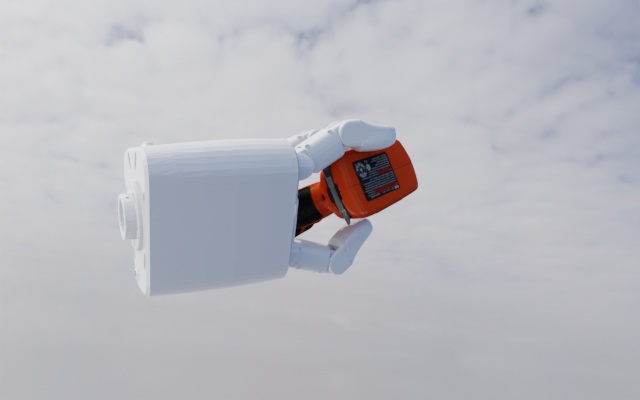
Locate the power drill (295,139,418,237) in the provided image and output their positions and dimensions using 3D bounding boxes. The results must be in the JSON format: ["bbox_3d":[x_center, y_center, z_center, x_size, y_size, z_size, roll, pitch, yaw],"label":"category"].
[{"bbox_3d":[0.000,0.001,0.476,0.188,0.057,0.184,-25,-1,42],"label":"power drill"}]
